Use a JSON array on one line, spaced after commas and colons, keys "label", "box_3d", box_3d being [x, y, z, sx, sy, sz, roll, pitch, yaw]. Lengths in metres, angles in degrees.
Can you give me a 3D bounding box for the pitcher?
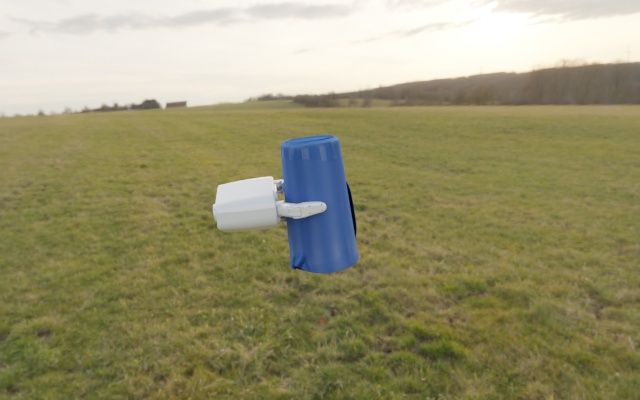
[{"label": "pitcher", "box_3d": [0.000, 0.003, 0.898, 0.145, 0.243, 0.149, -8, 12, -4]}]
